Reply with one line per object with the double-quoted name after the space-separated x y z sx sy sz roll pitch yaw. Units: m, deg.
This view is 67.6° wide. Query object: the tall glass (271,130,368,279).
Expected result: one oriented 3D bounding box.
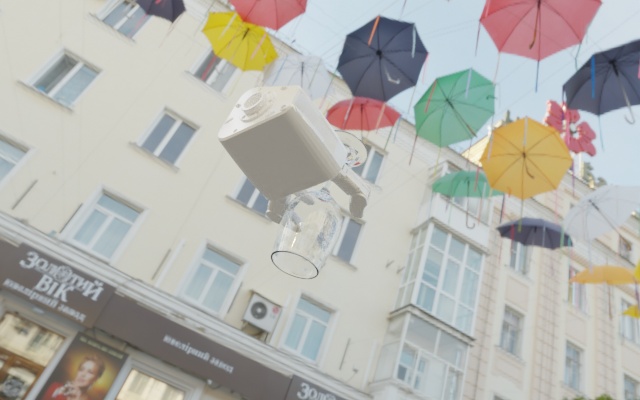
0.000 0.002 0.629 0.079 0.201 0.079 15 -34 11 "tall glass"
